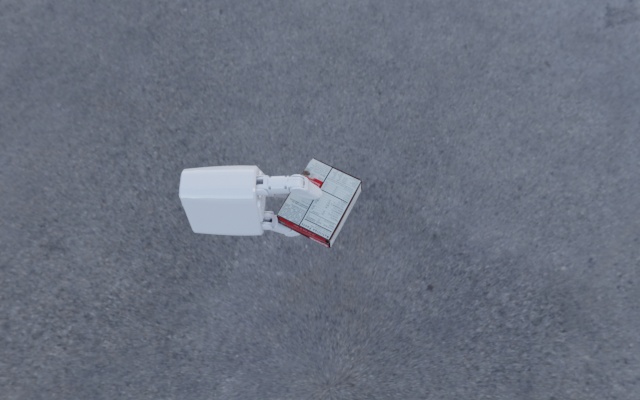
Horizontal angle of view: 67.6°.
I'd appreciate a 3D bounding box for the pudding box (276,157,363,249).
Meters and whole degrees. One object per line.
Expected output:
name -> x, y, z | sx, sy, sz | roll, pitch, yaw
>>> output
pudding box -> 0.000, 0.002, 0.714 | 0.090, 0.113, 0.039 | 26, -19, 11
